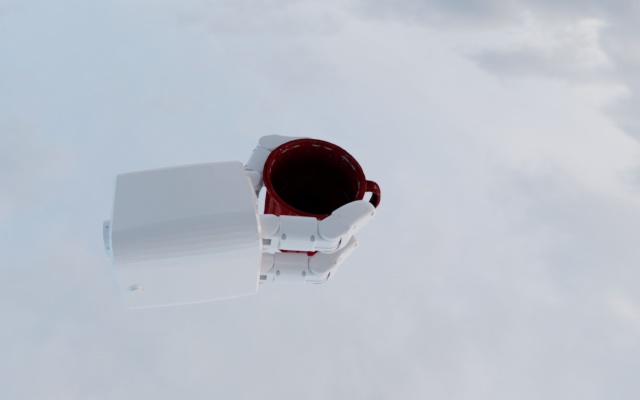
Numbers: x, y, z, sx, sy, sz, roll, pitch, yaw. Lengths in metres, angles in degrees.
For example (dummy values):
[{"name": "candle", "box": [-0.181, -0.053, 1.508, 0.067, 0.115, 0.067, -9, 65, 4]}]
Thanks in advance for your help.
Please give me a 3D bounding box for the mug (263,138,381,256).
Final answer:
[{"name": "mug", "box": [0.001, 0.001, 0.456, 0.117, 0.093, 0.082, -4, -36, -15]}]
